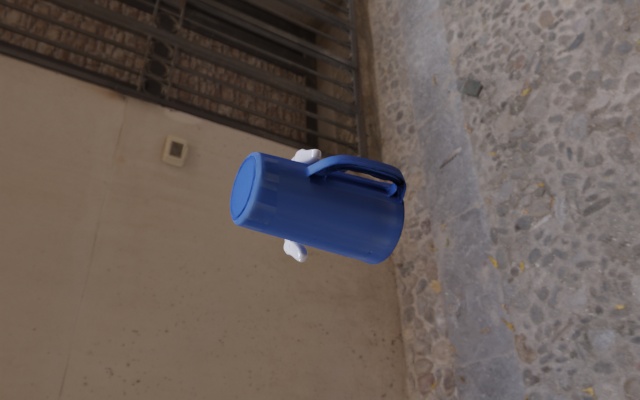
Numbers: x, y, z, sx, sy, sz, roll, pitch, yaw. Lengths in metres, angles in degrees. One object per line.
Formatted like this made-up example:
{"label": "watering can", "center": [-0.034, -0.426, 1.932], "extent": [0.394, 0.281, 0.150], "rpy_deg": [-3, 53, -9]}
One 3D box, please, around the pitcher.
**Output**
{"label": "pitcher", "center": [0.000, 0.002, 0.712], "extent": [0.243, 0.149, 0.145], "rpy_deg": [15, -4, -26]}
